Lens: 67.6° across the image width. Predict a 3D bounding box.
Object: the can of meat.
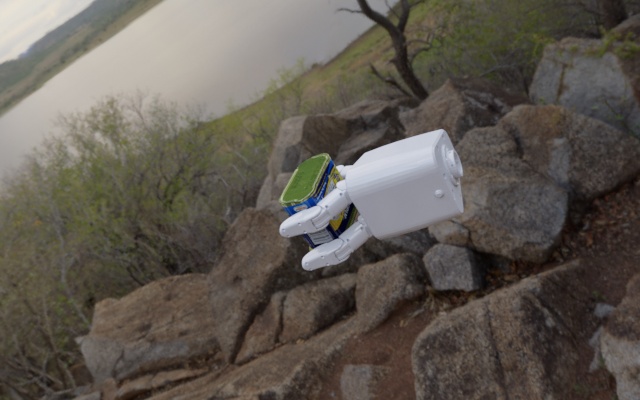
[{"bbox_3d":[0.000,0.002,0.608,0.057,0.084,0.102,-15,33,31],"label":"can of meat"}]
